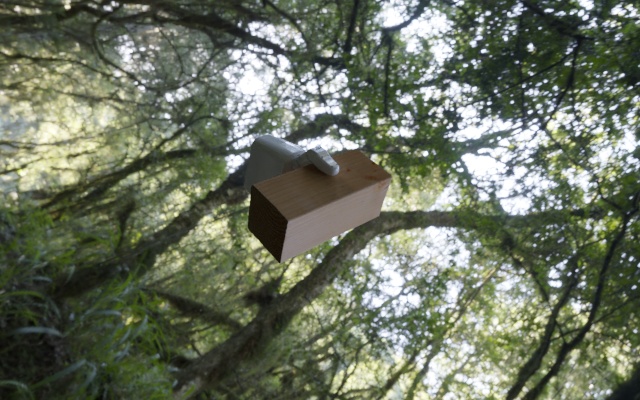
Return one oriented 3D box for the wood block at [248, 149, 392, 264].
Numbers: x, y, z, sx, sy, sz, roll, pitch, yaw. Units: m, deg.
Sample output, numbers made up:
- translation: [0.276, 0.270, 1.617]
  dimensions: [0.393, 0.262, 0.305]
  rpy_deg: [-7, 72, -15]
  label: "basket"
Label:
- translation: [0.000, 0.002, 0.740]
  dimensions: [0.206, 0.091, 0.090]
  rpy_deg: [-23, 51, -34]
  label: "wood block"
